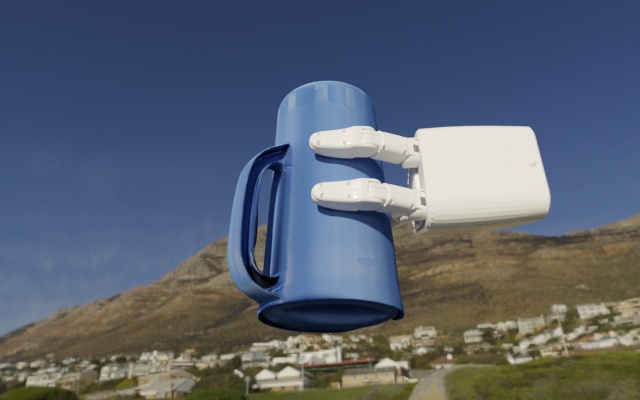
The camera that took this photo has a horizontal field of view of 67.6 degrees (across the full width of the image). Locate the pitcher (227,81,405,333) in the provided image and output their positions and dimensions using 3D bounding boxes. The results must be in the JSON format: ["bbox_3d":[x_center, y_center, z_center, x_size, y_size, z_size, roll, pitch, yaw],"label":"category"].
[{"bbox_3d":[0.000,0.002,0.476,0.145,0.242,0.149,-4,-27,5],"label":"pitcher"}]
